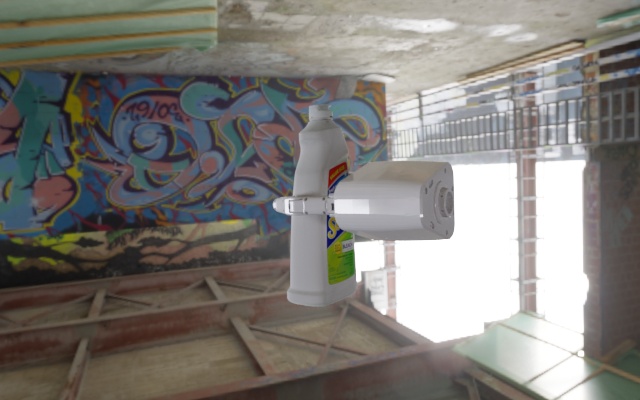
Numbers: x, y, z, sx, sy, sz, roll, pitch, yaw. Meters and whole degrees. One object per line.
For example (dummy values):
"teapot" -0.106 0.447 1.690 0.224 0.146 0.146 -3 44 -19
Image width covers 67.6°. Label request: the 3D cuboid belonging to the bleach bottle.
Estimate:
"bleach bottle" 0.000 0.002 0.624 0.068 0.251 0.102 0 5 35
